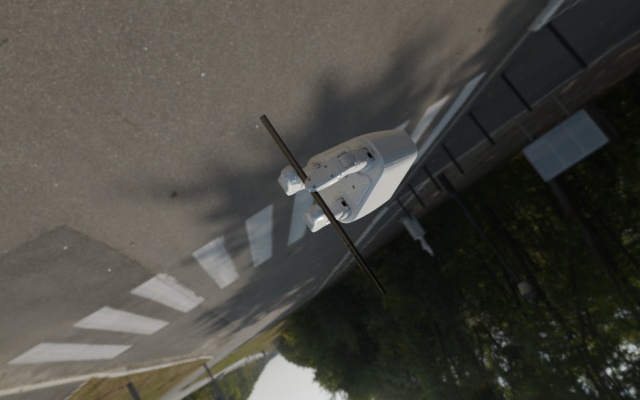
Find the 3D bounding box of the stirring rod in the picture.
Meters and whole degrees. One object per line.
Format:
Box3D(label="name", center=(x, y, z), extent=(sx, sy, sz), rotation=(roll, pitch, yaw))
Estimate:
Box3D(label="stirring rod", center=(0.000, 0.002, 0.529), extent=(0.011, 0.239, 0.011), rotation=(-33, -10, -6))
